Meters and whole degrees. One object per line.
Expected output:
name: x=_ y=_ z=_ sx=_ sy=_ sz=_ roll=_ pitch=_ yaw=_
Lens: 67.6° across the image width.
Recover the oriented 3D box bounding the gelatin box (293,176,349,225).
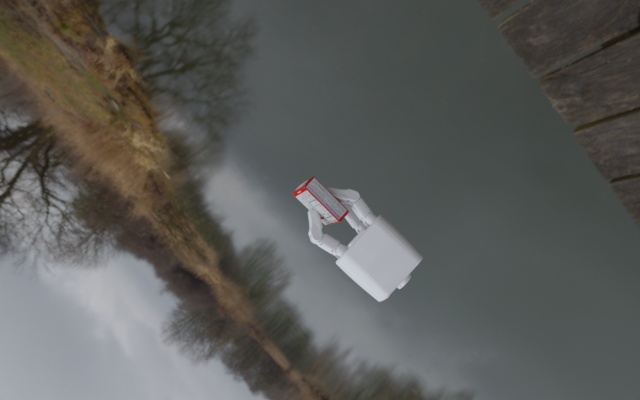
gelatin box: x=0.000 y=0.003 z=0.843 sx=0.089 sy=0.030 sz=0.073 roll=44 pitch=-19 yaw=-8
